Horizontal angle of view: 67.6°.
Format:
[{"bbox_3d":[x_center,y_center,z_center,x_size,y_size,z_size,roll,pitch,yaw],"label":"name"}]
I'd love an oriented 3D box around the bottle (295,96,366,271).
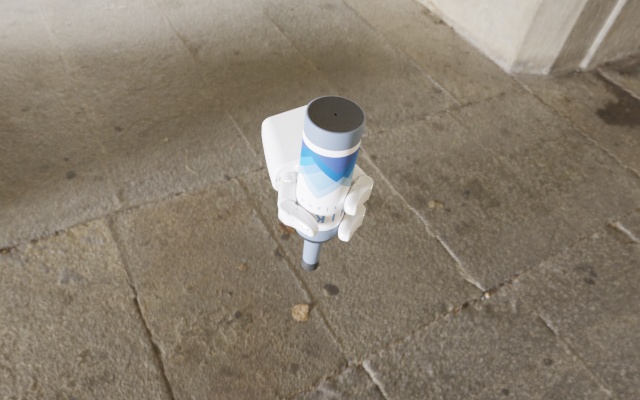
[{"bbox_3d":[0.000,0.002,0.628,0.069,0.069,0.296,0,-41,-9],"label":"bottle"}]
